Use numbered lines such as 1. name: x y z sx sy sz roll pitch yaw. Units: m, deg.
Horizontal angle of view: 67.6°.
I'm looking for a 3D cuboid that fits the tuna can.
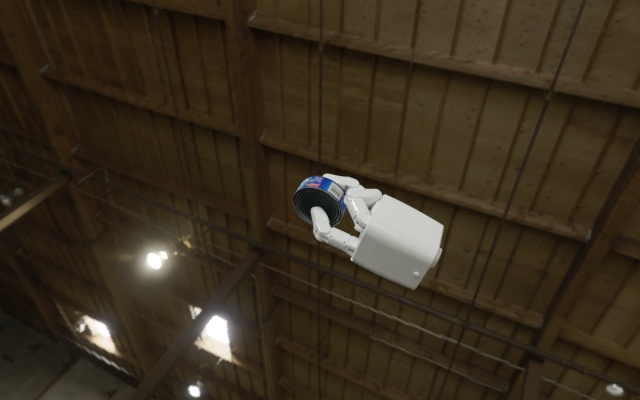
1. tuna can: 0.000 0.002 0.772 0.086 0.086 0.033 0 39 28
